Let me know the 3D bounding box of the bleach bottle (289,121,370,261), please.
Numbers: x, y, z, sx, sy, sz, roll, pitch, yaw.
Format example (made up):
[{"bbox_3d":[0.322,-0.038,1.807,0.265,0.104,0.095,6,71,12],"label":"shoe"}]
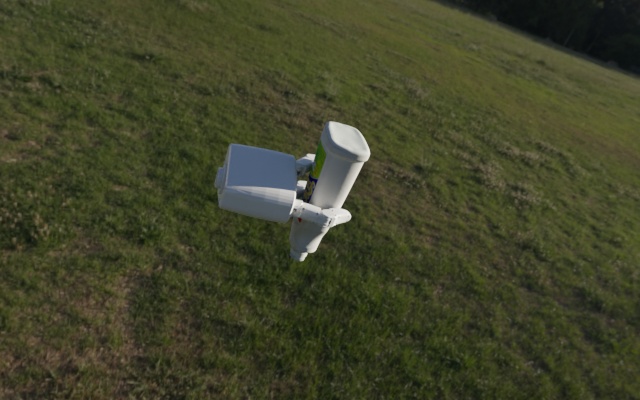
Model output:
[{"bbox_3d":[0.000,0.002,0.788,0.068,0.251,0.102,13,30,-16],"label":"bleach bottle"}]
